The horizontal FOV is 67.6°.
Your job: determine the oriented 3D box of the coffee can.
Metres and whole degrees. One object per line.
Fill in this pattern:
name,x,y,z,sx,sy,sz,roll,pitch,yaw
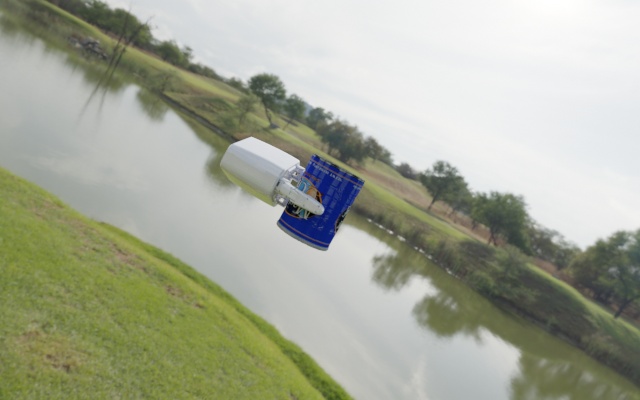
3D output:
coffee can,0.000,0.003,0.834,0.103,0.140,0.103,28,6,-3
